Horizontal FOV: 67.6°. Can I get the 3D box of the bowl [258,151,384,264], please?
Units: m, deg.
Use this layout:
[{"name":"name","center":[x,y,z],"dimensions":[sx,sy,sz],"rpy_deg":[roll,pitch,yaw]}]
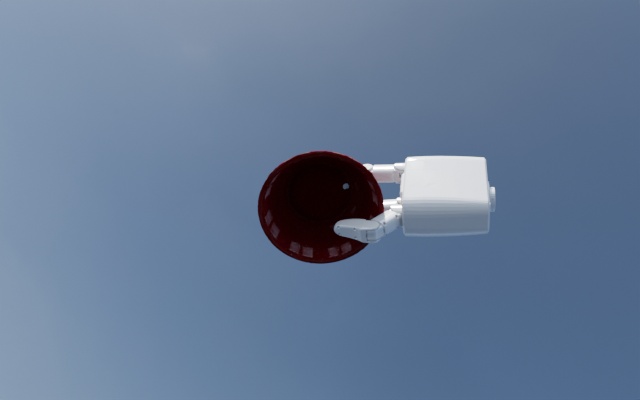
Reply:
[{"name":"bowl","center":[-0.001,0.002,0.631],"dimensions":[0.162,0.162,0.055],"rpy_deg":[0,26,-2]}]
